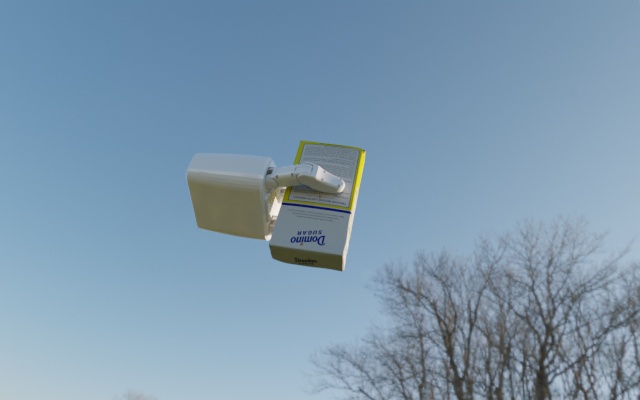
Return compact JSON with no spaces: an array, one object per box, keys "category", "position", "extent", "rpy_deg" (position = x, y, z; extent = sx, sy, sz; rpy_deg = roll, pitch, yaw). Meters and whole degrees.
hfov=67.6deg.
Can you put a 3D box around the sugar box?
[{"category":"sugar box","position":[0.000,0.002,0.623],"extent":[0.093,0.176,0.048],"rpy_deg":[8,-34,9]}]
